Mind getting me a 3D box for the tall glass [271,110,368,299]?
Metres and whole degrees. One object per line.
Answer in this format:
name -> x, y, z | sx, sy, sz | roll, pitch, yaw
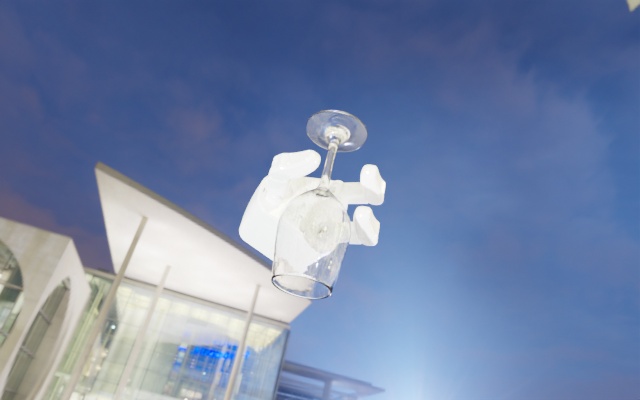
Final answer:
tall glass -> 0.000, 0.001, 0.519 | 0.079, 0.201, 0.079 | 9, -31, 6
